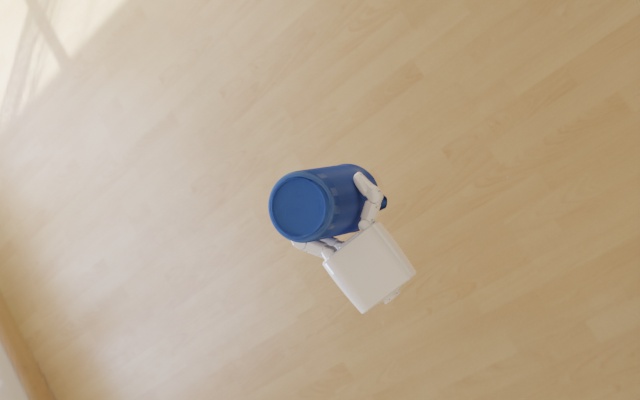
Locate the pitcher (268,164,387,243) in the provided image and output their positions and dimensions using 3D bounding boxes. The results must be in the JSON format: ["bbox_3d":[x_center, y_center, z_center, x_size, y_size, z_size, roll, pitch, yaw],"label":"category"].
[{"bbox_3d":[0.000,0.003,0.813,0.149,0.145,0.243,-41,-11,18],"label":"pitcher"}]
